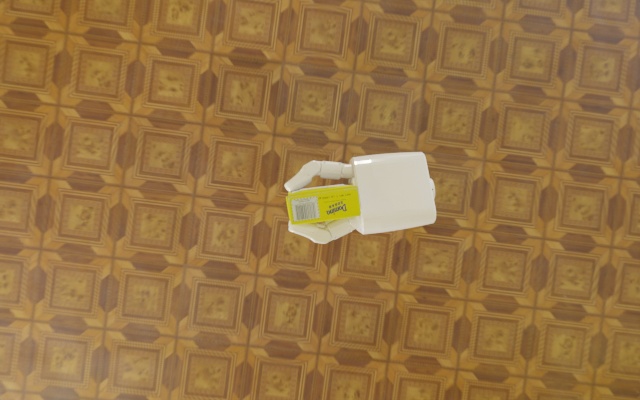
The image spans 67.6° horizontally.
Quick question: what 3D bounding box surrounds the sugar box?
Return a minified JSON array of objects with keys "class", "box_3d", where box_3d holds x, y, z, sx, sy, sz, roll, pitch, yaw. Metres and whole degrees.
[{"class":"sugar box","box_3d":[0.000,0.003,0.689,0.093,0.048,0.176,-7,1,-2]}]
